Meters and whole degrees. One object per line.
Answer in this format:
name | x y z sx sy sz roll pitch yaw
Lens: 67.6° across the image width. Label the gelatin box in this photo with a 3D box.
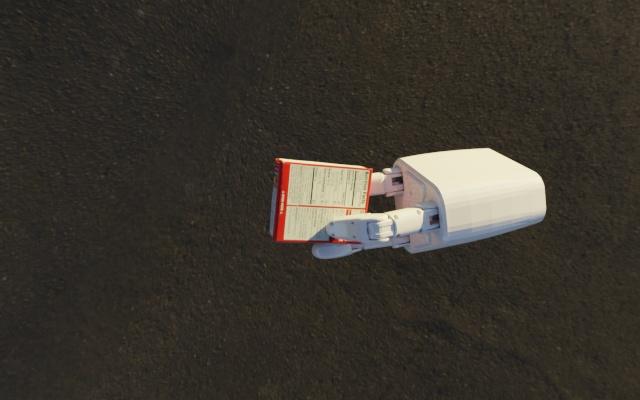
gelatin box | 0.000 0.002 0.444 0.089 0.073 0.030 3 9 -19
